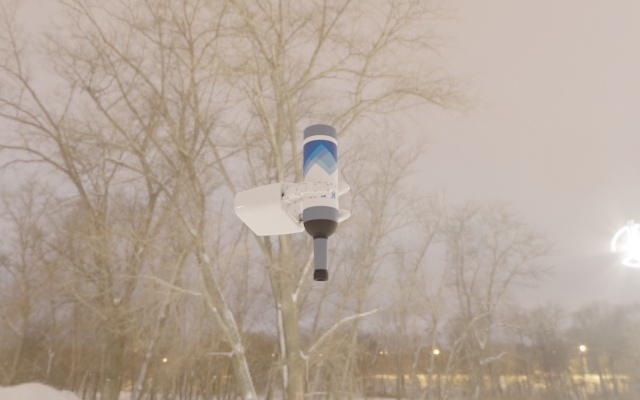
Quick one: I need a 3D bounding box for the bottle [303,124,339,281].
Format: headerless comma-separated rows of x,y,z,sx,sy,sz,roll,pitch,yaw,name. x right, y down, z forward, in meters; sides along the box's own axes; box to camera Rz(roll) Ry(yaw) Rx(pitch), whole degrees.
0.000,0.003,0.897,0.069,0.295,0.069,0,-19,0,bottle
